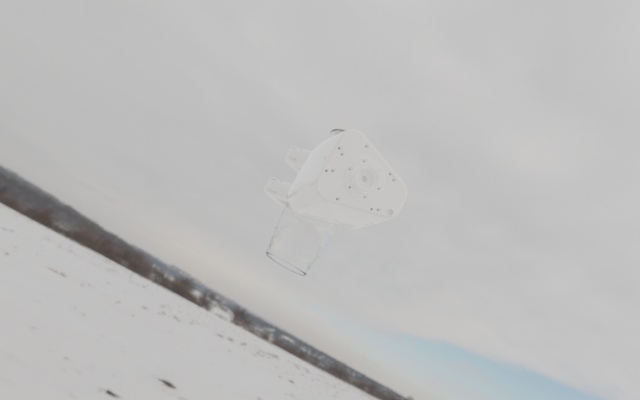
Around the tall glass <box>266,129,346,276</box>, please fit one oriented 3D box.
[{"bbox_3d":[0.000,0.002,0.665,0.079,0.201,0.079,27,-15,8],"label":"tall glass"}]
